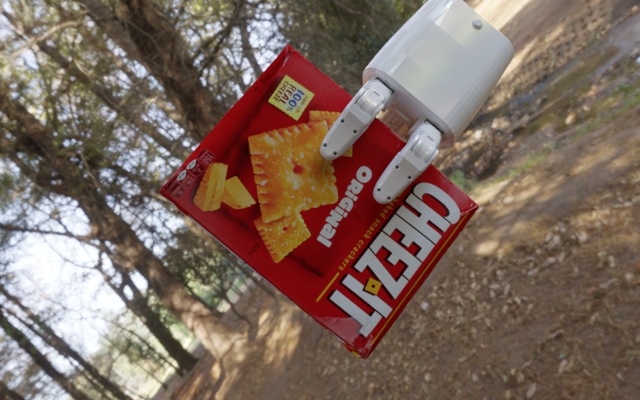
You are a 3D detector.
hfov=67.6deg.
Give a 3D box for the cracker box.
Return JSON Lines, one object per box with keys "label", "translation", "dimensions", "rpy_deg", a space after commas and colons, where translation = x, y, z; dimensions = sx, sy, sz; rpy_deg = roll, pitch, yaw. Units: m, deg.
{"label": "cracker box", "translation": [0.000, 0.001, 0.411], "dimensions": [0.214, 0.164, 0.072], "rpy_deg": [40, -11, -1]}
